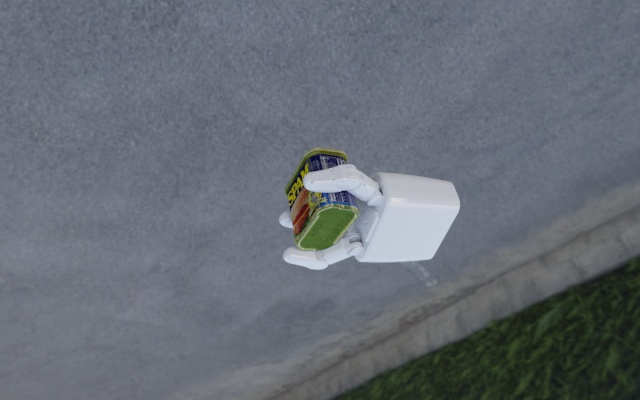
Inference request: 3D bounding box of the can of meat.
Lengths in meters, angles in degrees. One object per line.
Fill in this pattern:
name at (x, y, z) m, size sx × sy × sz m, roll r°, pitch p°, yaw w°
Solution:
can of meat at (0.000, 0.002, 0.575) m, size 0.057 × 0.084 × 0.102 m, roll 5°, pitch -37°, yaw -25°
